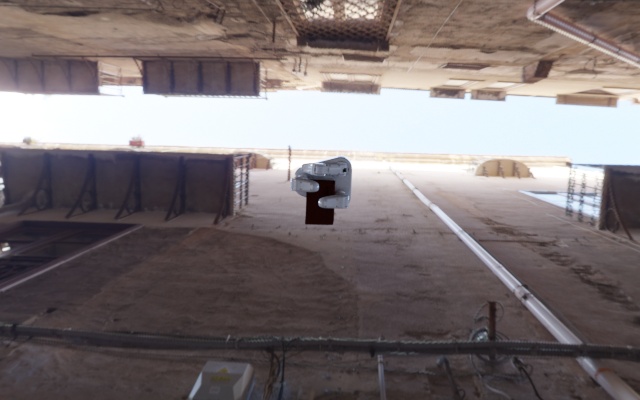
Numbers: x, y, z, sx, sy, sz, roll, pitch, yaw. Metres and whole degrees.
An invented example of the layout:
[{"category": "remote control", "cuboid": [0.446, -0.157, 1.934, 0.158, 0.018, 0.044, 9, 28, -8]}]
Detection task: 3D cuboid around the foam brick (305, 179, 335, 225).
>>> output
[{"category": "foam brick", "cuboid": [0.000, 0.003, 0.882, 0.053, 0.078, 0.051, 3, 9, 3]}]
